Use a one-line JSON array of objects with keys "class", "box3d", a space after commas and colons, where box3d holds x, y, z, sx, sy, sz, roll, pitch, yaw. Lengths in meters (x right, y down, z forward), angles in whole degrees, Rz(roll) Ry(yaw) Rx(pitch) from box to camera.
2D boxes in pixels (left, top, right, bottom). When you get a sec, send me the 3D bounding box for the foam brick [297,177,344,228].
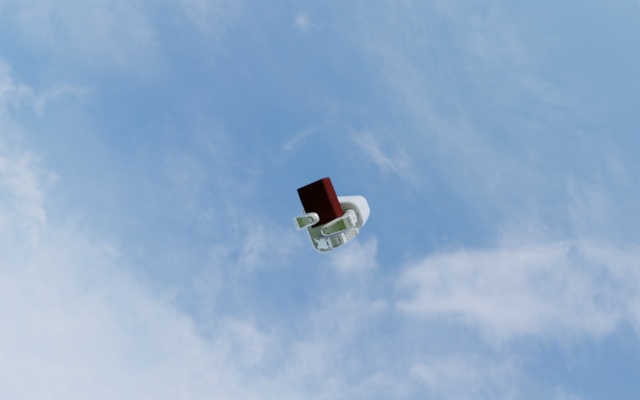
[{"class": "foam brick", "box3d": [0.000, 0.003, 0.856, 0.053, 0.078, 0.051, -20, 4, 18]}]
